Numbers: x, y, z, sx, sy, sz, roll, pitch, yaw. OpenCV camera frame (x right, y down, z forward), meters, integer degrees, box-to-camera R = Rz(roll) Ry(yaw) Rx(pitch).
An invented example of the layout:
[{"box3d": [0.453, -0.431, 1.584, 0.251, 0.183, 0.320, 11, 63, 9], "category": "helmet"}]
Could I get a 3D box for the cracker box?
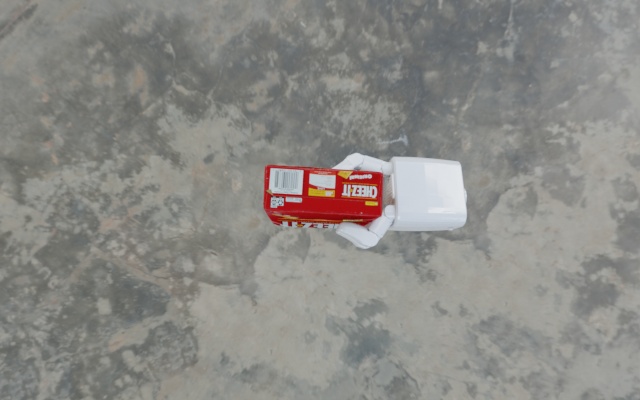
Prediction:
[{"box3d": [0.000, 0.002, 0.746, 0.164, 0.072, 0.214, 3, -8, -2], "category": "cracker box"}]
